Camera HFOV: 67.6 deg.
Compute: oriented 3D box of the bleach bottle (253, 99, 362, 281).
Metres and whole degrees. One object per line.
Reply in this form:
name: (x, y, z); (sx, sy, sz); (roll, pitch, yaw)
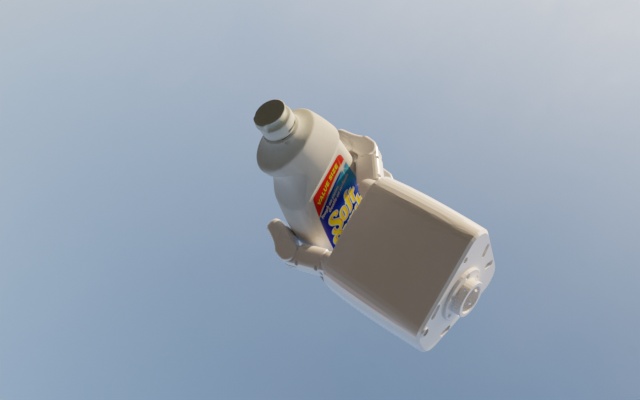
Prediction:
bleach bottle: (0.000, 0.001, 0.478); (0.068, 0.102, 0.251); (31, -15, 38)
